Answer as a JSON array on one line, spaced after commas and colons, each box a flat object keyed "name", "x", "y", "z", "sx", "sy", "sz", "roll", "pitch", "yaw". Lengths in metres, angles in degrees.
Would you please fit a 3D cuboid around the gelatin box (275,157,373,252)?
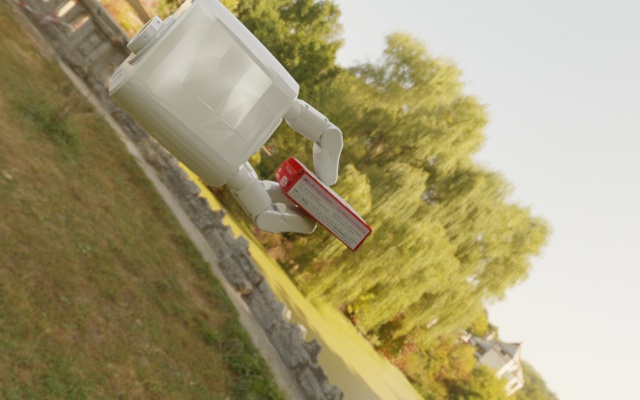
[{"name": "gelatin box", "x": 0.001, "y": 0.001, "z": 0.447, "sx": 0.089, "sy": 0.030, "sz": 0.073, "roll": 40, "pitch": 4, "yaw": -18}]
